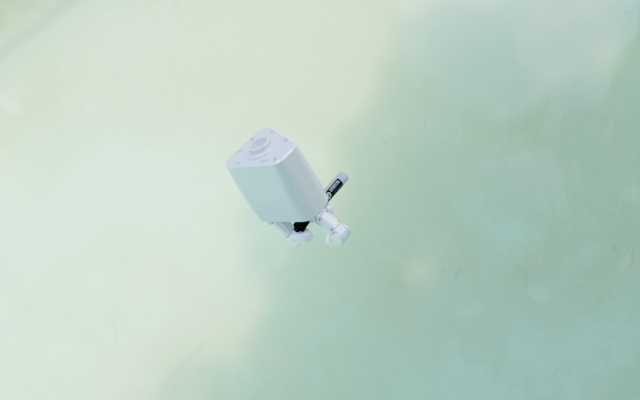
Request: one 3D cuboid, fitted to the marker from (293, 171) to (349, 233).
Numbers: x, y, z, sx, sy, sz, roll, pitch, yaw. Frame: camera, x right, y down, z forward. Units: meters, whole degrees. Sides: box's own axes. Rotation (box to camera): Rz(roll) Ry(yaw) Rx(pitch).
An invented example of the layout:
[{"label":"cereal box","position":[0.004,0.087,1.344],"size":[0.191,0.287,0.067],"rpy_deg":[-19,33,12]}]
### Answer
[{"label":"marker","position":[0.000,0.002,0.709],"size":[0.121,0.020,0.020],"rpy_deg":[-49,26,-26]}]
